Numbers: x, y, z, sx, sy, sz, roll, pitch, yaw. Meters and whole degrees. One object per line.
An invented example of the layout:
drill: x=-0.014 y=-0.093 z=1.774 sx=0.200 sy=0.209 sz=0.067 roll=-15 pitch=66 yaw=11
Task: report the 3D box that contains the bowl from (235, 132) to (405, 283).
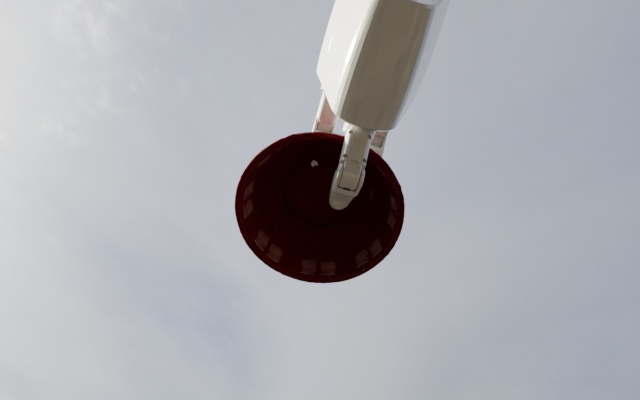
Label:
bowl: x=-0.001 y=0.002 z=0.476 sx=0.162 sy=0.162 sz=0.055 roll=0 pitch=26 yaw=4
